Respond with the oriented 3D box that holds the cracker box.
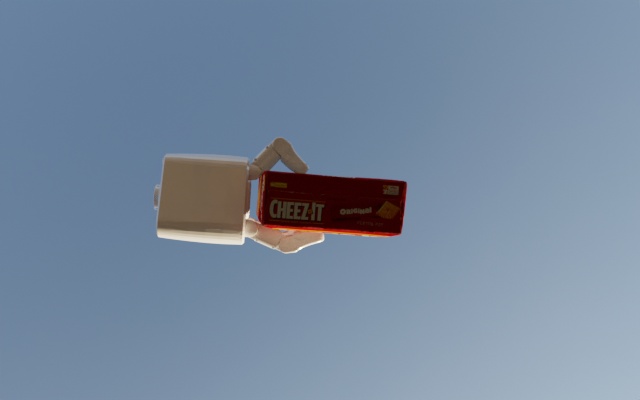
[{"bbox_3d":[0.000,0.002,0.634,0.164,0.072,0.213,4,2,-9],"label":"cracker box"}]
